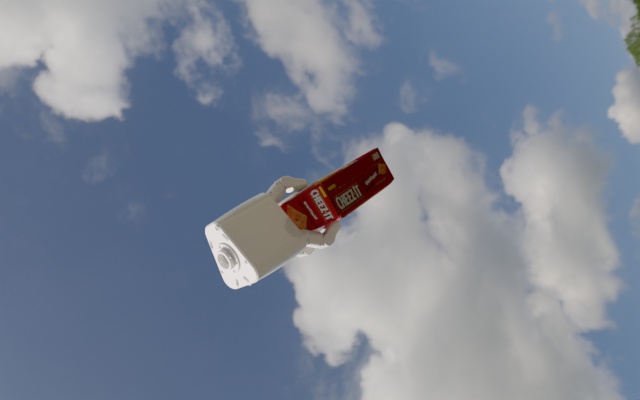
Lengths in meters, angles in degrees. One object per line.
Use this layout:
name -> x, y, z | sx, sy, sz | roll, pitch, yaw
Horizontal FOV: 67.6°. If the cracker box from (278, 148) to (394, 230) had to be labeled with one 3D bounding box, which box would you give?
cracker box -> 0.000, 0.003, 0.832 | 0.214, 0.072, 0.164 | -26, 6, 47
